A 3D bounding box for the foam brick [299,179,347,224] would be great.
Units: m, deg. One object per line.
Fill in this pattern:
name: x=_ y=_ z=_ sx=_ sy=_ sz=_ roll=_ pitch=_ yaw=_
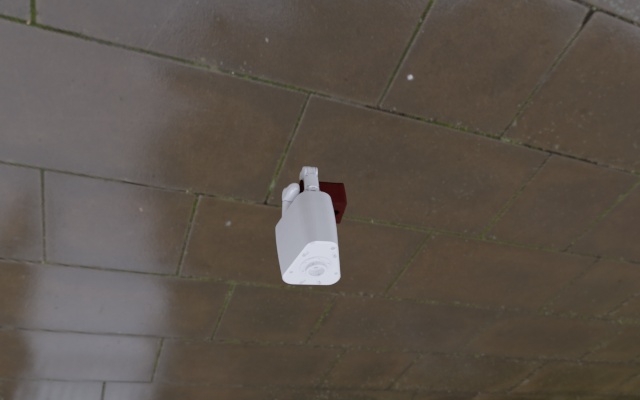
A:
foam brick: x=0.000 y=0.003 z=0.812 sx=0.078 sy=0.053 sz=0.051 roll=4 pitch=43 yaw=-14
